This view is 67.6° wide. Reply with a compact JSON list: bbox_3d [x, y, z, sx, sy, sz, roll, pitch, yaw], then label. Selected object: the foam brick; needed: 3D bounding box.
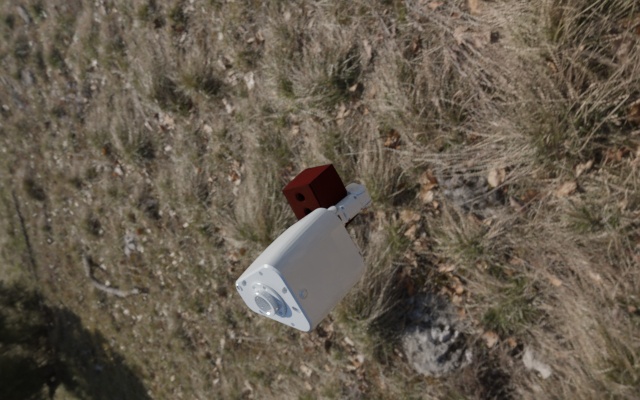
[{"bbox_3d":[0.000,0.002,0.595,0.053,0.078,0.051,-9,25,47],"label":"foam brick"}]
